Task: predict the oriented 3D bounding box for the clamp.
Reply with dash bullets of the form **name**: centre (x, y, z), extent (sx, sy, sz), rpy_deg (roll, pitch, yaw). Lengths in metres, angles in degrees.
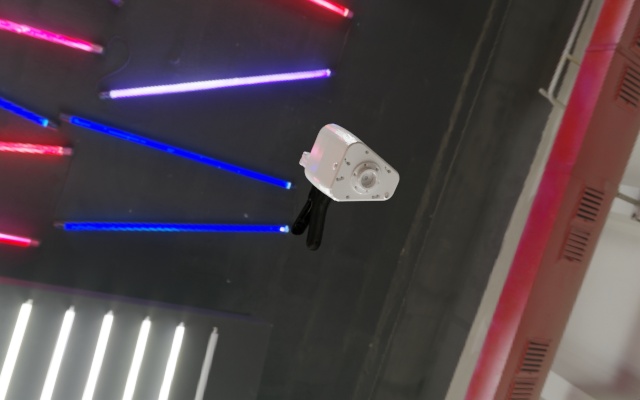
- **clamp**: centre (0.001, 0.003, 0.819), extent (0.039, 0.171, 0.120), rpy_deg (16, 13, -26)
